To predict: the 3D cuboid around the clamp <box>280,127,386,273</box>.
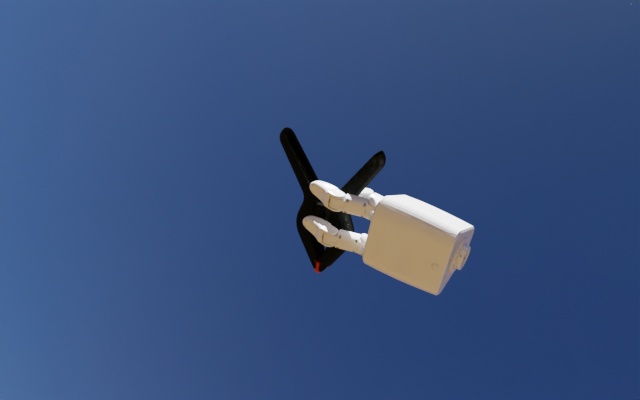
[{"bbox_3d":[0.001,0.003,0.678,0.164,0.210,0.036,26,31,28],"label":"clamp"}]
